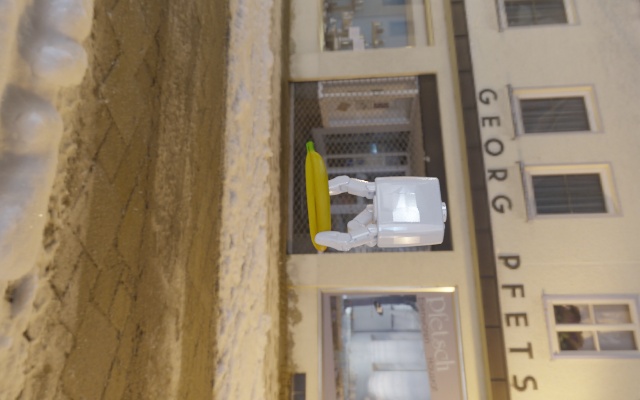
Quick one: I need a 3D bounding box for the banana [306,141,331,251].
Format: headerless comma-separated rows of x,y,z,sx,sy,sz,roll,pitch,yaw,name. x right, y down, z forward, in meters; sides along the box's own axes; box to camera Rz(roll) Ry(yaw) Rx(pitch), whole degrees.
-0.001,0.006,0.788,0.037,0.198,0.069,-2,20,5,banana
